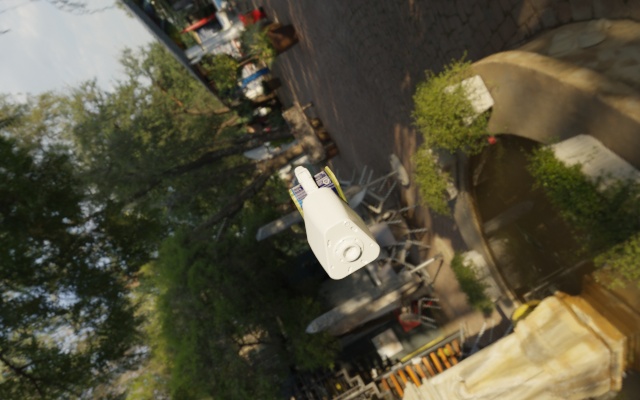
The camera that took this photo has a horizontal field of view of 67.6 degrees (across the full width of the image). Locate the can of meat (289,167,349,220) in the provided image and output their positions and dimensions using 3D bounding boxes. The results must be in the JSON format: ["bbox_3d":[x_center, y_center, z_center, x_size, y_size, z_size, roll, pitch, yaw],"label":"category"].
[{"bbox_3d":[0.000,0.003,0.875,0.084,0.102,0.057,-30,37,-3],"label":"can of meat"}]
